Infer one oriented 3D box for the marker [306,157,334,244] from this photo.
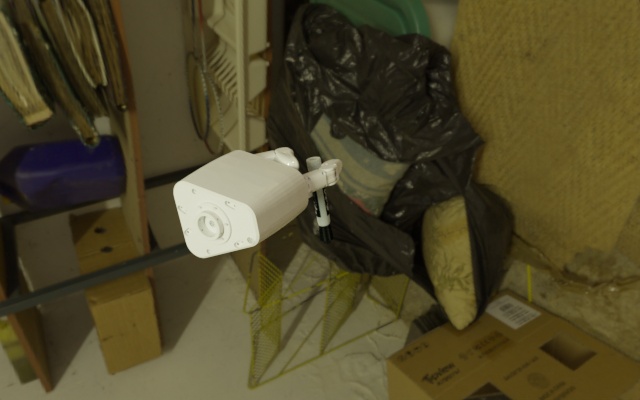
[{"bbox_3d":[0.000,0.002,0.635,0.020,0.121,0.020,-8,20,3],"label":"marker"}]
